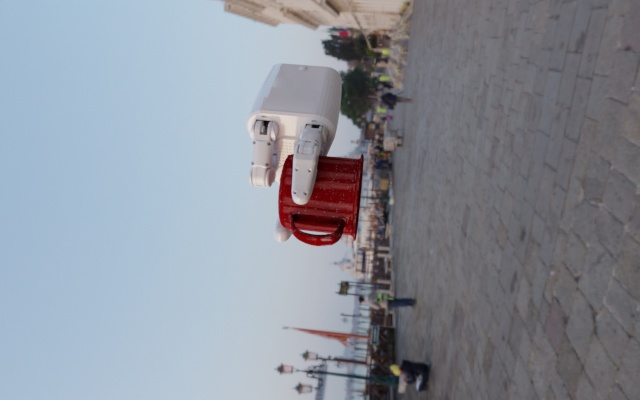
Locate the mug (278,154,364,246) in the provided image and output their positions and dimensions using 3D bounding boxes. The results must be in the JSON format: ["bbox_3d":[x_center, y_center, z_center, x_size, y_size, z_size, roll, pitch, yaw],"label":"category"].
[{"bbox_3d":[0.000,0.003,0.503,0.081,0.117,0.093,5,-44,6],"label":"mug"}]
